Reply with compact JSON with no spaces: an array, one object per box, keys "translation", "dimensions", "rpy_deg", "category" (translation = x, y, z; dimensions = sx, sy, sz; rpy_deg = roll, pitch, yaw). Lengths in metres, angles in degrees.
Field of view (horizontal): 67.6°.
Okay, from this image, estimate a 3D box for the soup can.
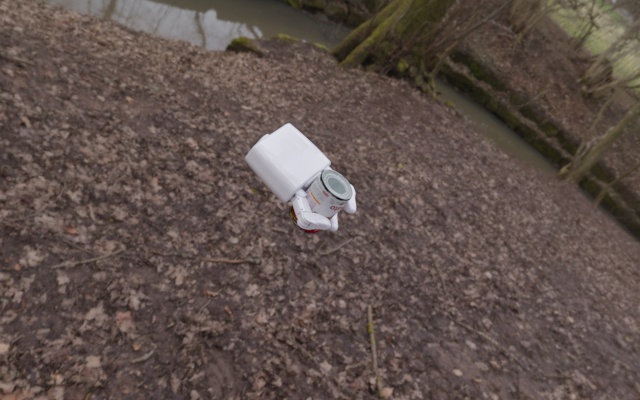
[{"translation":[0.001,0.003,0.827],"dimensions":[0.068,0.068,0.102],"rpy_deg":[0,-37,-45],"category":"soup can"}]
